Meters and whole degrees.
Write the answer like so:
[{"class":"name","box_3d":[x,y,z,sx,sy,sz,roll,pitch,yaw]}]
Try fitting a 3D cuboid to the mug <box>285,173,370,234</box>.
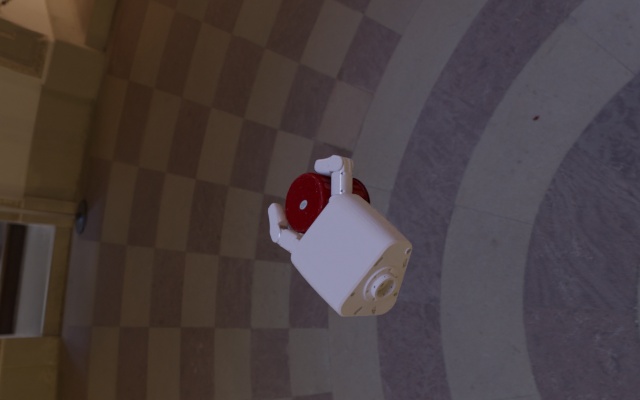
[{"class":"mug","box_3d":[-0.001,0.001,0.656,0.081,0.093,0.117,10,22,-41]}]
